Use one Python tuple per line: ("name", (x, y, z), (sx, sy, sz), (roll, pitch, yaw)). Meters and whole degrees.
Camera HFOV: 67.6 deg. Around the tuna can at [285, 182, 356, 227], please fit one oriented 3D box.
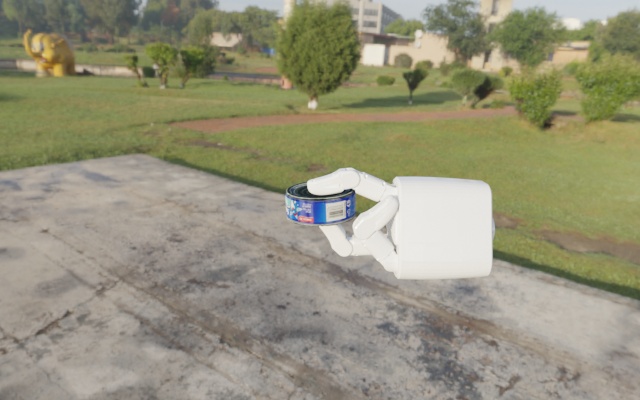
("tuna can", (0.000, 0.001, 0.579), (0.086, 0.034, 0.086), (-2, 17, 1))
